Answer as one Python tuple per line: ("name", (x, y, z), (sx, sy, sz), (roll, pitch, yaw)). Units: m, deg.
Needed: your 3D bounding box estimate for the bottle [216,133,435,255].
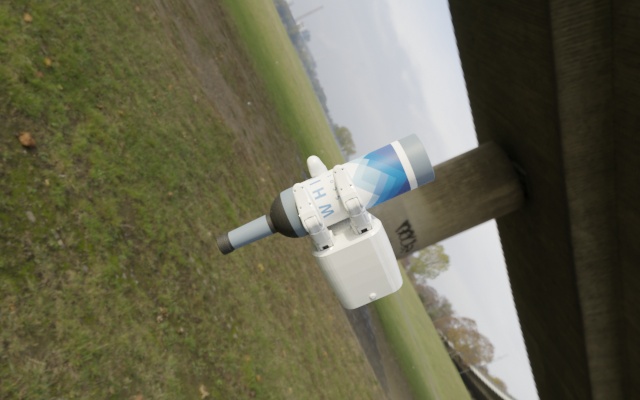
("bottle", (0.000, 0.002, 0.631), (0.296, 0.069, 0.069), (-24, -2, 5))
